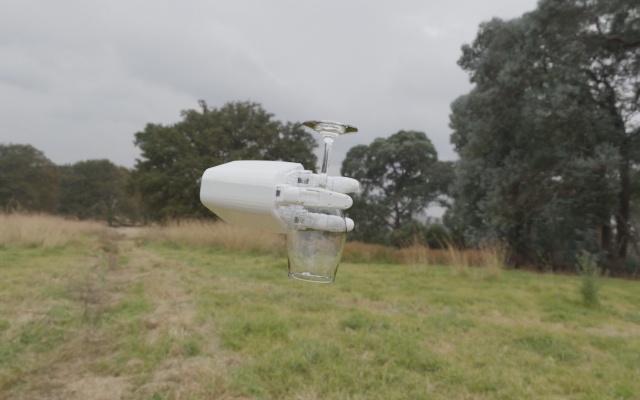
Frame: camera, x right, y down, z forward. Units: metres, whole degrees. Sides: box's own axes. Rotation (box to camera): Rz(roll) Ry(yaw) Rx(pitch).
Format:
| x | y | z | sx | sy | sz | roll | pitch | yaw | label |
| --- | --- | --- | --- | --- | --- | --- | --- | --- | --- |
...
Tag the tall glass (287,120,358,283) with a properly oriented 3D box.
| x | y | z | sx | sy | sz | roll | pitch | yaw | label |
| --- | --- | --- | --- | --- | --- | --- | --- | --- | --- |
| 0.000 | 0.001 | 0.622 | 0.079 | 0.201 | 0.079 | 7 | -2 | 0 | tall glass |
